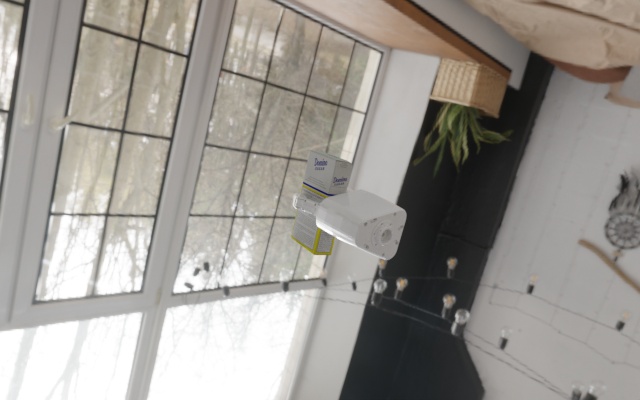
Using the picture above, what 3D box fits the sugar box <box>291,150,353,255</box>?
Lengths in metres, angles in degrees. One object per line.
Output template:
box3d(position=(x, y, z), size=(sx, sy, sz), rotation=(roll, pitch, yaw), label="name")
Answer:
box3d(position=(0.001, 0.003, 0.882), size=(0.048, 0.176, 0.093), rotation=(8, 13, -36), label="sugar box")
